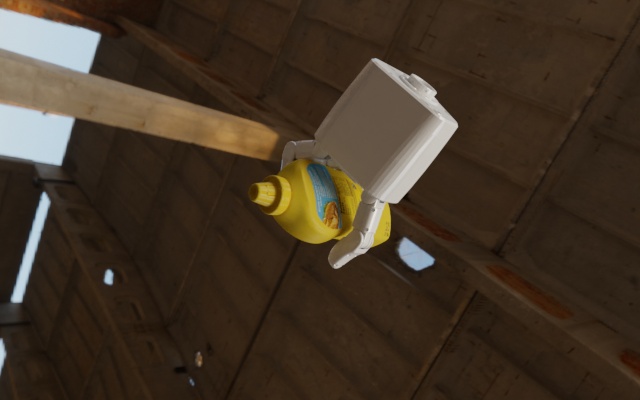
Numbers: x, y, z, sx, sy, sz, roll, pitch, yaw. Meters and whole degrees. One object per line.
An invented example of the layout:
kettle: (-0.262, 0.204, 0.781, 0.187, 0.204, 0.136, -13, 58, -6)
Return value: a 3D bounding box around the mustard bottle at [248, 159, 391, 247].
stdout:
mustard bottle: (0.000, 0.002, 0.543, 0.058, 0.096, 0.191, -29, -25, 38)
